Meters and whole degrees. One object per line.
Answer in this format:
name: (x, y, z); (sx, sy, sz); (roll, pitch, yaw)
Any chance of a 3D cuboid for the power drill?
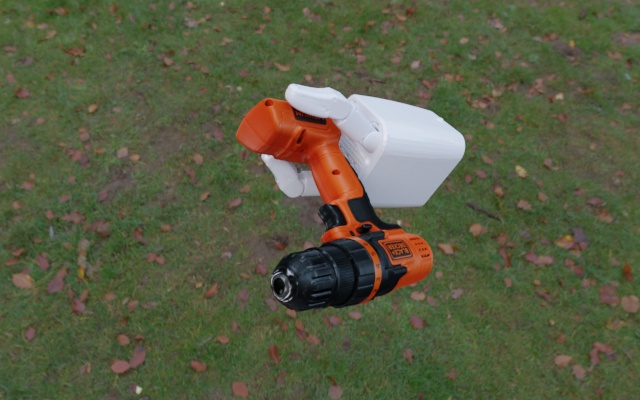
power drill: (0.000, 0.001, 0.406); (0.057, 0.187, 0.184); (-42, -25, 30)
